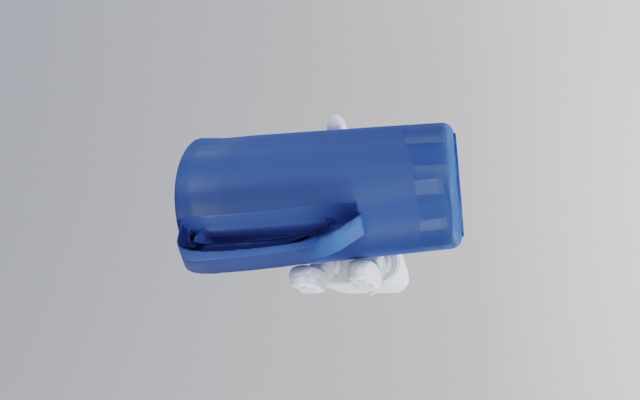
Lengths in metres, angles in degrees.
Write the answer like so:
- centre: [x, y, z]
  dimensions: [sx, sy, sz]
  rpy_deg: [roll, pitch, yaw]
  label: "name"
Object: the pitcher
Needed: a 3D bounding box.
- centre: [0.000, 0.001, 0.430]
  dimensions: [0.243, 0.149, 0.145]
  rpy_deg: [-5, -21, 17]
  label: "pitcher"
